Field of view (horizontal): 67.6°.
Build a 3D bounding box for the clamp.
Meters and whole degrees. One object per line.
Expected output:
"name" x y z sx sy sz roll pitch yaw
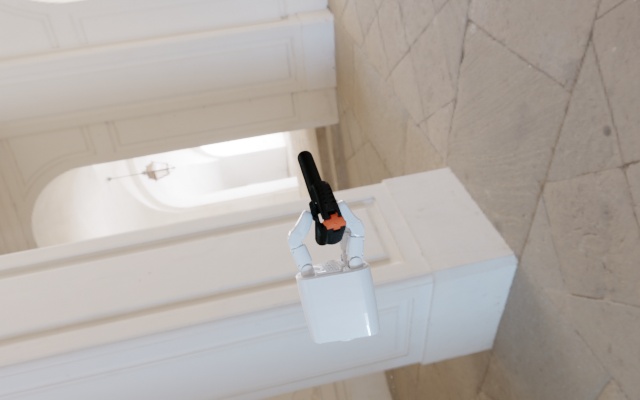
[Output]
"clamp" -0.001 0.003 0.721 0.036 0.164 0.210 -15 5 -7
